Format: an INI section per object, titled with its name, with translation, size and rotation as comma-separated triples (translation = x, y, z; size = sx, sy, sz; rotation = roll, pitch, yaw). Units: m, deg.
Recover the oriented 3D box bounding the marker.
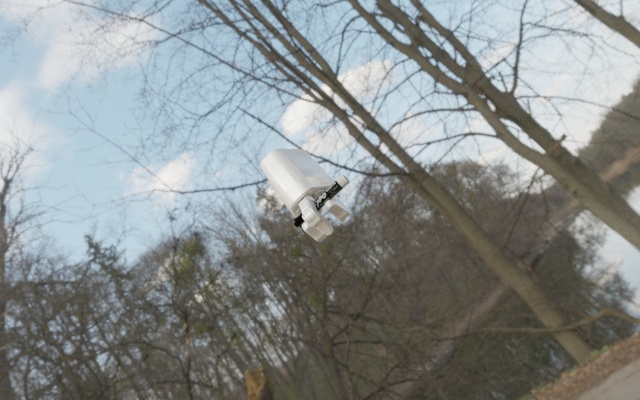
[marker]
translation = 0.000, 0.003, 0.814
size = 0.121, 0.020, 0.020
rotation = -43, -9, 10
